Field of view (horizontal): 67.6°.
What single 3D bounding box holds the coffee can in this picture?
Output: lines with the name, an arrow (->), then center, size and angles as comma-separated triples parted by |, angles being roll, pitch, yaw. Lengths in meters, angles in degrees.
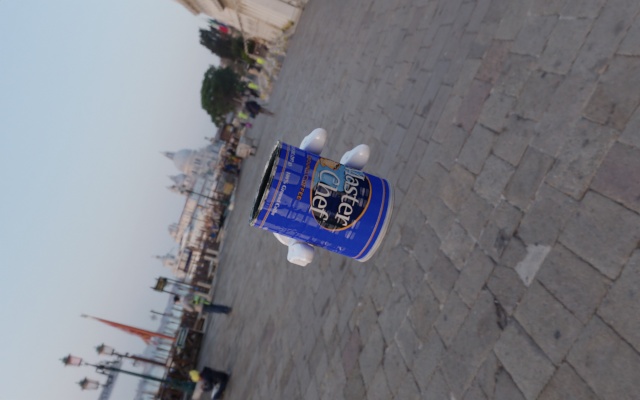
coffee can -> 0.000, 0.002, 0.553 | 0.140, 0.103, 0.103 | 19, -4, -12
